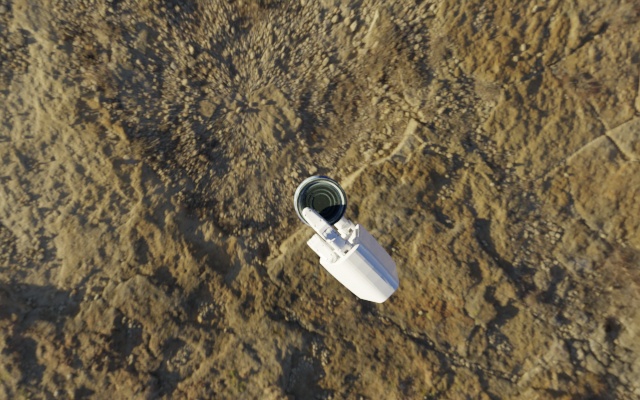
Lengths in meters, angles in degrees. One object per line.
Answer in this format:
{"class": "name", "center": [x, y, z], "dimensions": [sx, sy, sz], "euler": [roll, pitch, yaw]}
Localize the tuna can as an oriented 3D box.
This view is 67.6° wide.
{"class": "tuna can", "center": [0.000, 0.003, 0.782], "dimensions": [0.086, 0.086, 0.033], "euler": [0, 8, -5]}
